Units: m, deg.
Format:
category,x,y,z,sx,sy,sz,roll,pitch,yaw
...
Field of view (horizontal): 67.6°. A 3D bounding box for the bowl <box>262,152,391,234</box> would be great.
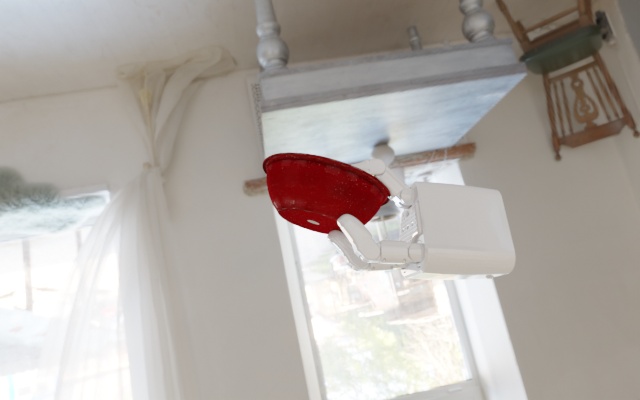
category,x,y,z,sx,sy,sz,roll,pitch,yaw
bowl,-0.001,0.002,0.577,0.162,0.055,0.162,15,-17,4
